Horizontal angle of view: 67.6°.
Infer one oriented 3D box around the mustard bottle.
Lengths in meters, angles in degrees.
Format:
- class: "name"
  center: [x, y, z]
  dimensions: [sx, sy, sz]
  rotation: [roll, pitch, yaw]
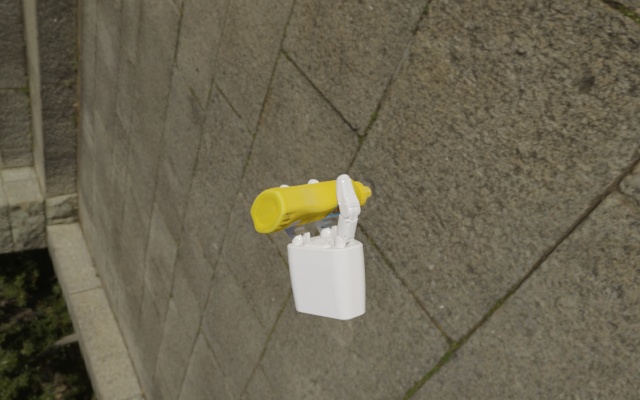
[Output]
- class: "mustard bottle"
  center: [0.000, 0.002, 0.708]
  dimensions: [0.191, 0.058, 0.096]
  rotation: [-11, -15, -36]
